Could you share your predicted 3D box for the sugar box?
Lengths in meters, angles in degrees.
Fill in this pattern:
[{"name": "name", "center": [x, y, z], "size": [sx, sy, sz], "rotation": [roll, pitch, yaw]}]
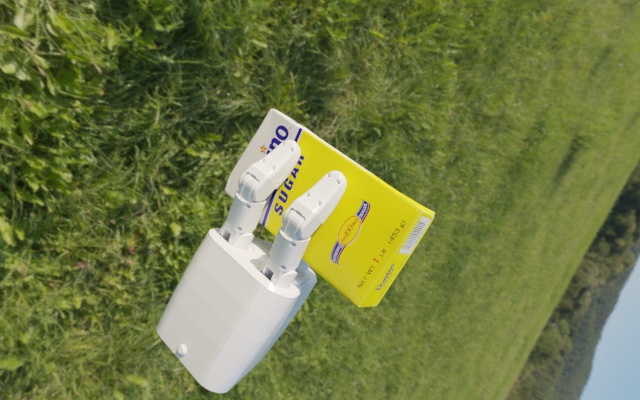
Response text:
[{"name": "sugar box", "center": [0.000, 0.001, 0.414], "size": [0.176, 0.093, 0.048], "rotation": [36, 8, 27]}]
